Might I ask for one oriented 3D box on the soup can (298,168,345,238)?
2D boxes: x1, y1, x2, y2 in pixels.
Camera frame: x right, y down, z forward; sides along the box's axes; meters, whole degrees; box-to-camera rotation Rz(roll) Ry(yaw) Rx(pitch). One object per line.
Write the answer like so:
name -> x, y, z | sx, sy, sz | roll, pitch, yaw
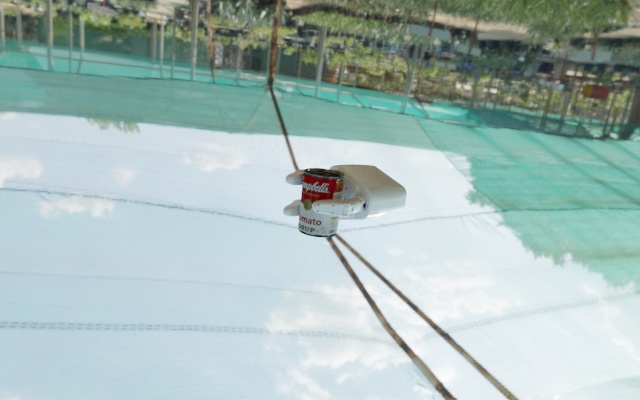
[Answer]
soup can -> 0.000, 0.003, 0.789 | 0.068, 0.102, 0.068 | 6, 15, -2
